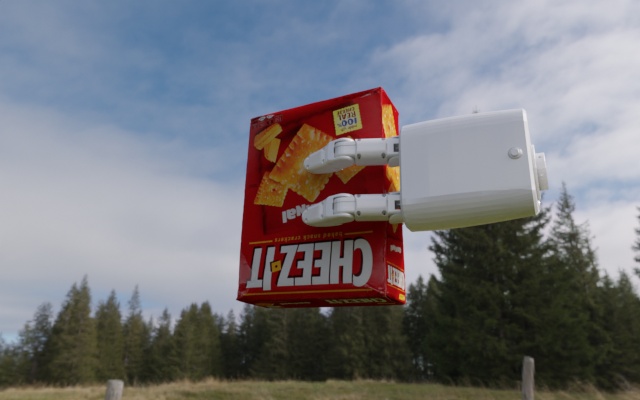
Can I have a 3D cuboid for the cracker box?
[{"bbox_3d":[0.000,0.002,0.508,0.164,0.213,0.072,-7,-21,25],"label":"cracker box"}]
